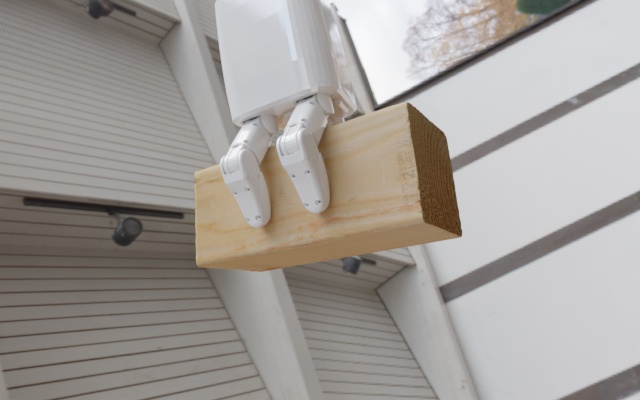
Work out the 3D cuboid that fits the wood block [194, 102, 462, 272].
[{"bbox_3d":[0.000,0.001,0.404,0.206,0.090,0.091,-14,-16,30],"label":"wood block"}]
